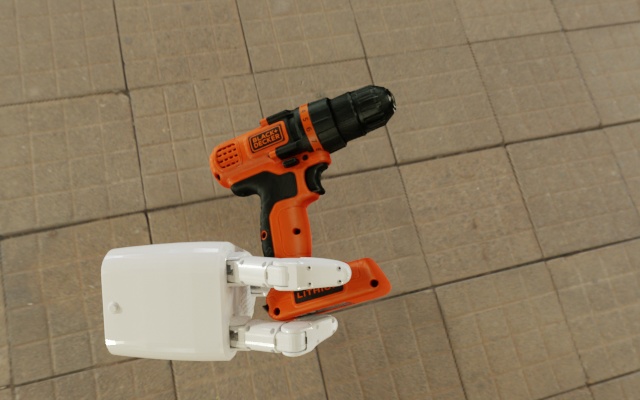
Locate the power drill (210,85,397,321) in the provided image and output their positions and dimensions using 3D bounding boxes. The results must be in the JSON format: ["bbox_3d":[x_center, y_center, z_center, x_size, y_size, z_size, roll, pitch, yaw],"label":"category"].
[{"bbox_3d":[0.000,0.002,0.428,0.184,0.187,0.057,-21,-20,14],"label":"power drill"}]
